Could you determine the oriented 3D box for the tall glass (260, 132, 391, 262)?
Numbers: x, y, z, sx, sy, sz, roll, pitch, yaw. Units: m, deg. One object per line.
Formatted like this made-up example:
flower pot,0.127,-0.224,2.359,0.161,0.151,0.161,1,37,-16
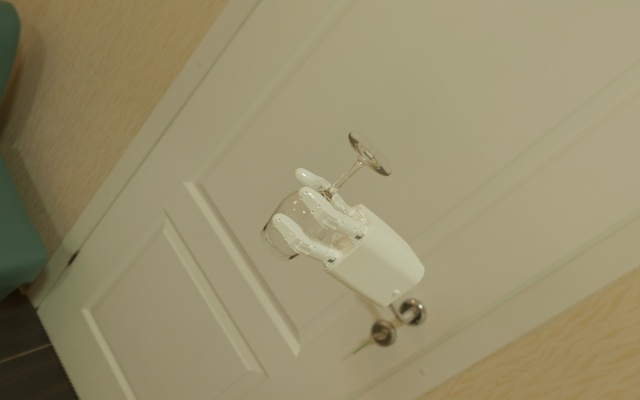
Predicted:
tall glass,0.000,0.002,0.650,0.201,0.079,0.079,-44,-23,27
